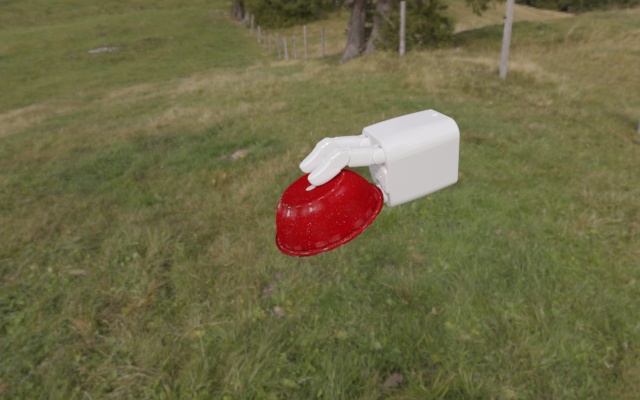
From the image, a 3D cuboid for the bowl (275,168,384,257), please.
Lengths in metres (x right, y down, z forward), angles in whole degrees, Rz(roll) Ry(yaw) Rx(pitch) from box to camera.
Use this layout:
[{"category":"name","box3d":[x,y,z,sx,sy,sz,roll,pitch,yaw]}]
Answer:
[{"category":"bowl","box3d":[-0.001,0.002,0.637,0.162,0.055,0.162,-22,27,12]}]
